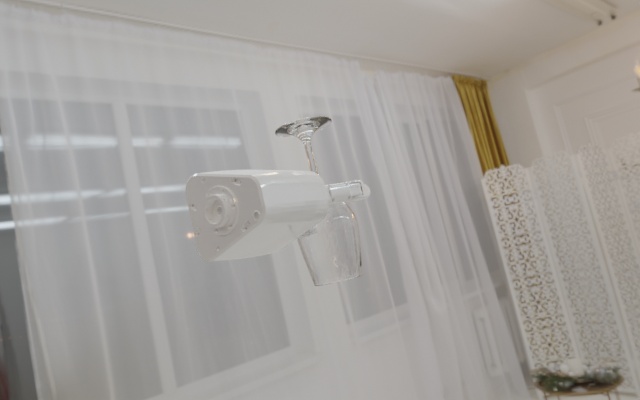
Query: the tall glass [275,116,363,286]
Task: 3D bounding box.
[{"bbox_3d":[0.000,0.001,0.598,0.079,0.201,0.079,-13,-6,-1],"label":"tall glass"}]
